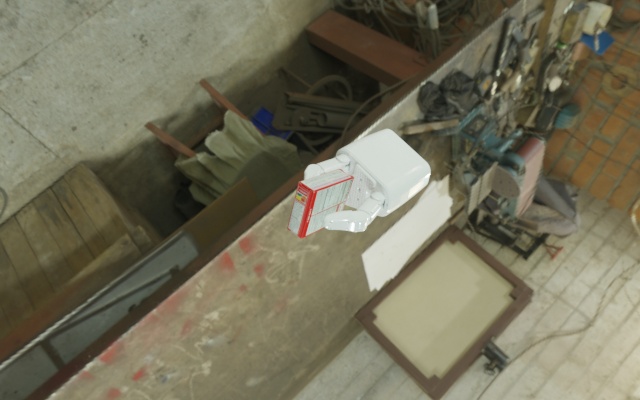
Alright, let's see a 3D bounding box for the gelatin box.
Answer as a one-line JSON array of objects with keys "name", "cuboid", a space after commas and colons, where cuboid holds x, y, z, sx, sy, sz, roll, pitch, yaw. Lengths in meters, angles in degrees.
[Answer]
[{"name": "gelatin box", "cuboid": [0.000, 0.002, 0.636, 0.030, 0.073, 0.089, 33, 34, 27]}]
